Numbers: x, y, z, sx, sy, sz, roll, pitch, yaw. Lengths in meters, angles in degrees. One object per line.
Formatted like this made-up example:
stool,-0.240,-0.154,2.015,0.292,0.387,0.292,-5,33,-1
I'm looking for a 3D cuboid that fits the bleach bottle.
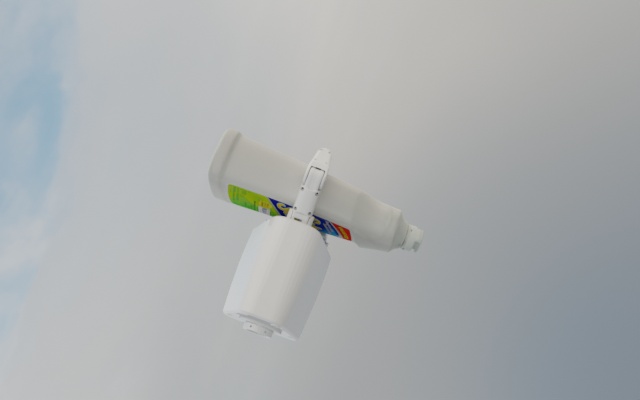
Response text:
bleach bottle,0.000,0.002,0.556,0.251,0.068,0.103,20,-21,0
